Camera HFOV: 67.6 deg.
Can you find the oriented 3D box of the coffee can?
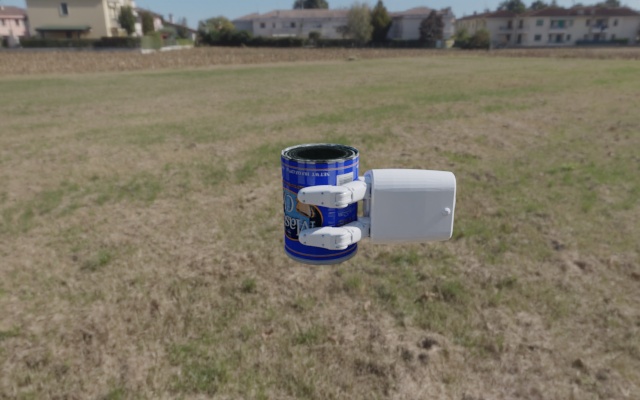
[{"bbox_3d":[0.000,0.002,0.644,0.103,0.140,0.102,-1,19,0],"label":"coffee can"}]
